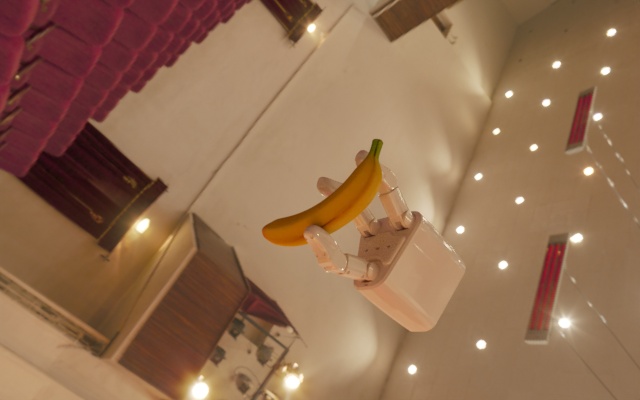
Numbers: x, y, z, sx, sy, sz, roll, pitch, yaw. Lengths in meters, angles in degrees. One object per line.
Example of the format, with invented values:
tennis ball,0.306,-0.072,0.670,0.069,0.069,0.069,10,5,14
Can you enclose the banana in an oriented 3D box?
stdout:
banana,0.002,0.012,0.545,0.198,0.069,0.037,-36,-60,27
